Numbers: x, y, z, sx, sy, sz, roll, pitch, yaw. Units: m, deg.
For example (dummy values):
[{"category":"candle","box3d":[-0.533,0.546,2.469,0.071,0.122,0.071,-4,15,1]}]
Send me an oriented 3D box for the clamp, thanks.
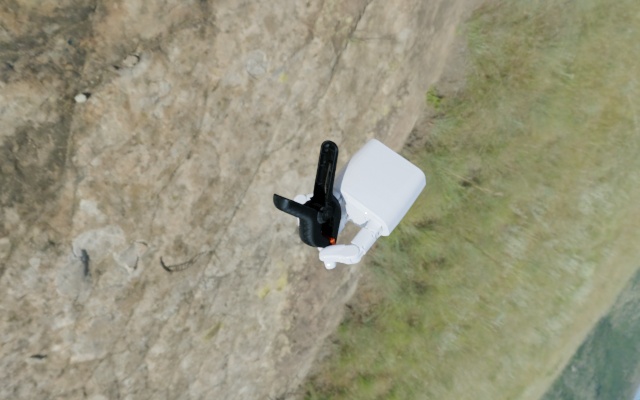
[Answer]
[{"category":"clamp","box3d":[0.001,0.003,0.657,0.039,0.120,0.172,31,-19,30]}]
